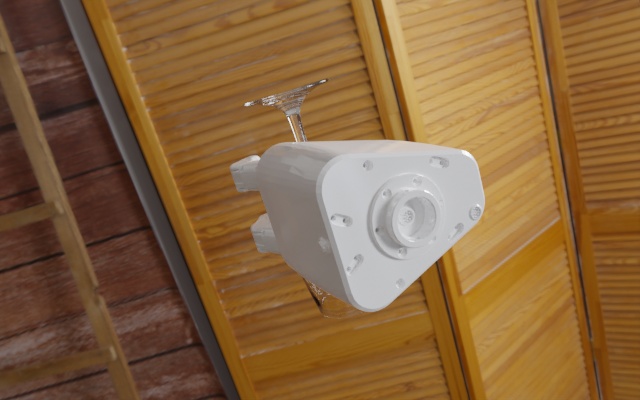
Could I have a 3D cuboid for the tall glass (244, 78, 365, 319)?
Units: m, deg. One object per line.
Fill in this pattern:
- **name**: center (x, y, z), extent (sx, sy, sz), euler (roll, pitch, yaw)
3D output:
- **tall glass**: center (0.000, 0.001, 0.421), extent (0.079, 0.201, 0.079), euler (-16, 15, 4)
